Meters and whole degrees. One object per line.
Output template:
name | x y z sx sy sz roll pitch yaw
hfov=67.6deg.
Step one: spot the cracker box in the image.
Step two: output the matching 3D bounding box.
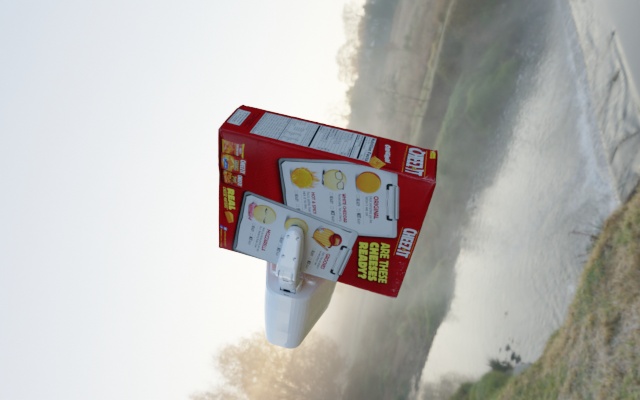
cracker box | 0.000 0.002 0.515 0.213 0.164 0.072 14 39 6
